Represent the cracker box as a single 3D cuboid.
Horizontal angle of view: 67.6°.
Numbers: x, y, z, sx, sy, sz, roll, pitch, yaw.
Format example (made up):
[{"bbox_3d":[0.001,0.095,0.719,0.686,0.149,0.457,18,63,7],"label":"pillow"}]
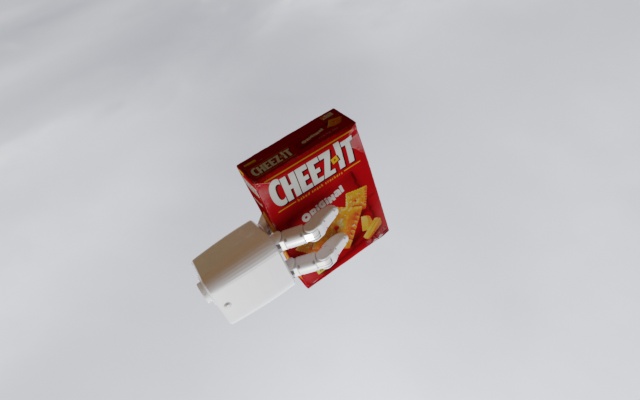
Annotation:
[{"bbox_3d":[0.000,0.002,0.698,0.164,0.214,0.072,-33,39,-13],"label":"cracker box"}]
